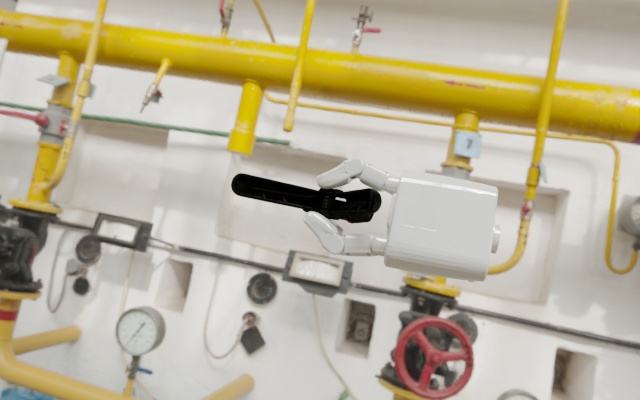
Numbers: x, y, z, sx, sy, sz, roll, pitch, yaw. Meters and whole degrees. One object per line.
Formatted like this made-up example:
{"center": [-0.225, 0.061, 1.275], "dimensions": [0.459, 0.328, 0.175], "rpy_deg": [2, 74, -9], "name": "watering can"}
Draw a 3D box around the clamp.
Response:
{"center": [0.001, 0.001, 0.573], "dimensions": [0.164, 0.036, 0.210], "rpy_deg": [9, -5, 14], "name": "clamp"}
